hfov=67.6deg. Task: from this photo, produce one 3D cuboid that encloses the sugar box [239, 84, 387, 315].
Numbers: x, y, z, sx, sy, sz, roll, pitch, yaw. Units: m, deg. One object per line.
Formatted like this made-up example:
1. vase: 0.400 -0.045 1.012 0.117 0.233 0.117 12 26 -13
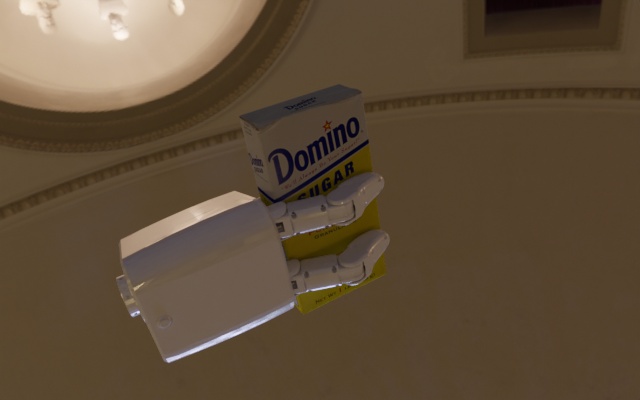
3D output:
1. sugar box: 0.000 0.002 0.405 0.093 0.176 0.048 -23 32 -20
